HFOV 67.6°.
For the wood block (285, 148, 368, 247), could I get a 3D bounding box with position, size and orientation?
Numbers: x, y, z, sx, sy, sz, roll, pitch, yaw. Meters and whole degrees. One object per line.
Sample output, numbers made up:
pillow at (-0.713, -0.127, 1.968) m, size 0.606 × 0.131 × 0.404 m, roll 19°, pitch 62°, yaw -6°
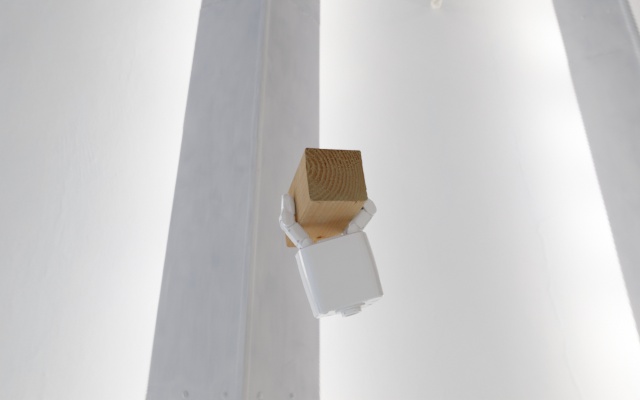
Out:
wood block at (0.000, 0.003, 0.796) m, size 0.091 × 0.090 × 0.206 m, roll 0°, pitch -24°, yaw -15°
